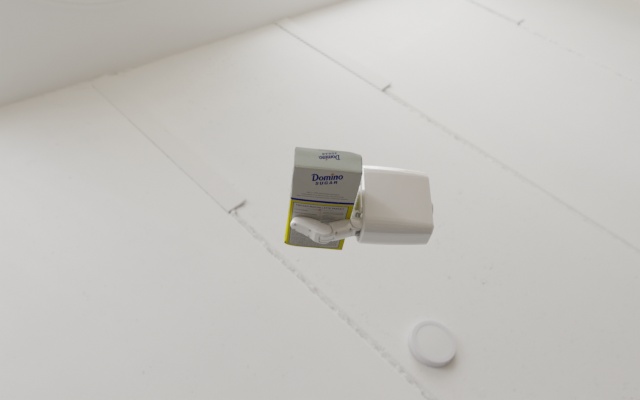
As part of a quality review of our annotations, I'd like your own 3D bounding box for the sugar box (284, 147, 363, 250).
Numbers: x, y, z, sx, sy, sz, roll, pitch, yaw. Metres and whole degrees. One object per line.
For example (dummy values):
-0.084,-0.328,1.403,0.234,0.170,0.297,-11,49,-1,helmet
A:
0.000,0.002,0.691,0.093,0.048,0.176,6,-43,-5,sugar box
